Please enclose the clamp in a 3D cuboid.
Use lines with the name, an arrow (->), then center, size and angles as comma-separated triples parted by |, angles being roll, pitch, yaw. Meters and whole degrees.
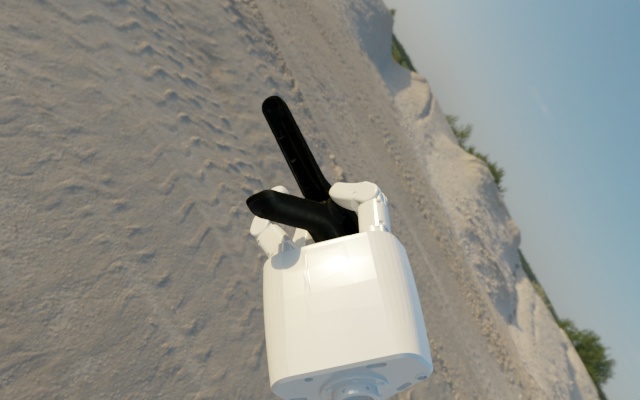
clamp -> 0.001, 0.002, 0.476 | 0.036, 0.164, 0.210 | -26, -47, 21
